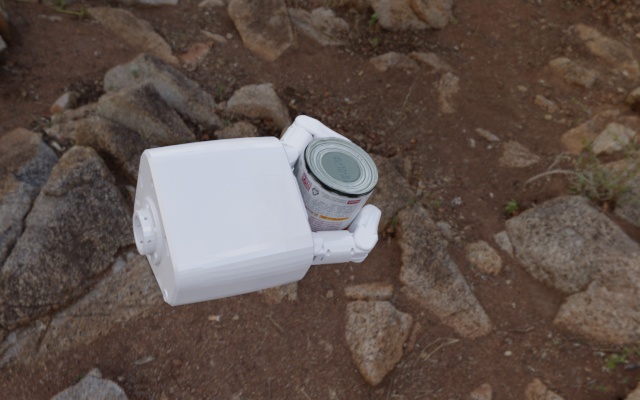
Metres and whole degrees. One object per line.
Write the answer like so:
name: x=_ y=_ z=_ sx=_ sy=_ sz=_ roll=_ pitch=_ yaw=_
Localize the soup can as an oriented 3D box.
soup can: x=0.001 y=0.001 z=0.426 sx=0.068 sy=0.068 sz=0.102 roll=0 pitch=-39 yaw=-27
